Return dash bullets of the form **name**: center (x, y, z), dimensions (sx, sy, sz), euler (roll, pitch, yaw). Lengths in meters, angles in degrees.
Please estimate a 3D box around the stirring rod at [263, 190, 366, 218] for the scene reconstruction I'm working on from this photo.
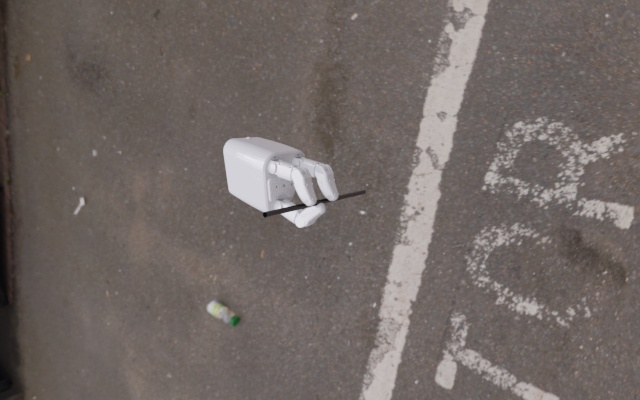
- **stirring rod**: center (0.000, 0.002, 0.743), dimensions (0.011, 0.011, 0.239), euler (0, 8, 40)
